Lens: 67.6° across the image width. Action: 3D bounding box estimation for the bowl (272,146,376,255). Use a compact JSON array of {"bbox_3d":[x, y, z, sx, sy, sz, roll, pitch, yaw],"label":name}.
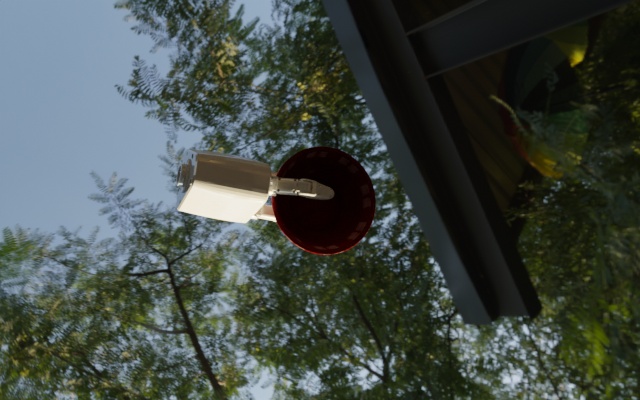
[{"bbox_3d":[0.001,0.003,0.727,0.162,0.162,0.055,0,-8,-17],"label":"bowl"}]
